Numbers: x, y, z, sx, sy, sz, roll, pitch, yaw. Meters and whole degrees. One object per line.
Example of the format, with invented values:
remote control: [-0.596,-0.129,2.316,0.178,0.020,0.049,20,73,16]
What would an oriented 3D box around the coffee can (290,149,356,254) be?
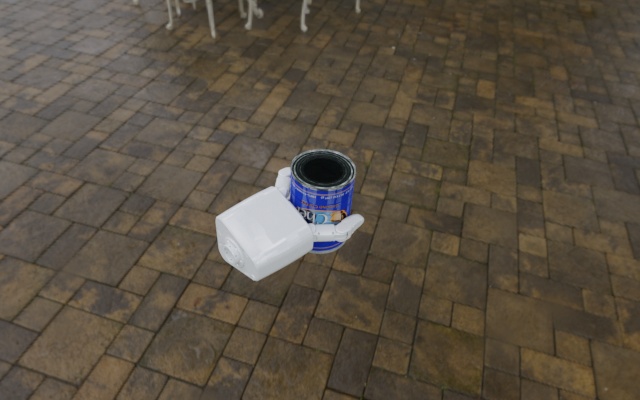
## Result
coffee can: [0.000,0.003,0.779,0.103,0.140,0.102,3,41,-2]
